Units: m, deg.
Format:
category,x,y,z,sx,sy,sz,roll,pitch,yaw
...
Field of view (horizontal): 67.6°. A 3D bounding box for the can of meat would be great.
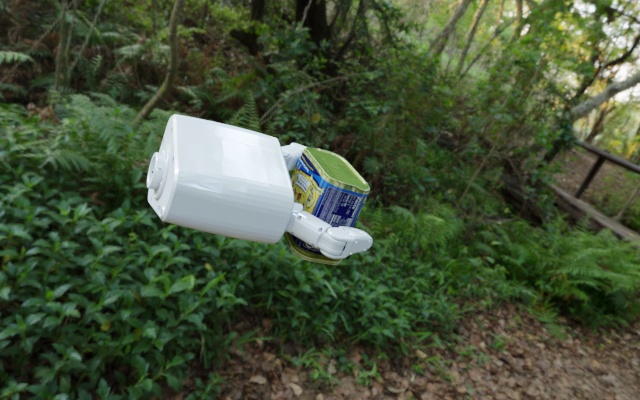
category,x,y,z,sx,sy,sz,roll,pitch,yaw
can of meat,0.000,0.001,0.487,0.057,0.084,0.102,14,21,-26
